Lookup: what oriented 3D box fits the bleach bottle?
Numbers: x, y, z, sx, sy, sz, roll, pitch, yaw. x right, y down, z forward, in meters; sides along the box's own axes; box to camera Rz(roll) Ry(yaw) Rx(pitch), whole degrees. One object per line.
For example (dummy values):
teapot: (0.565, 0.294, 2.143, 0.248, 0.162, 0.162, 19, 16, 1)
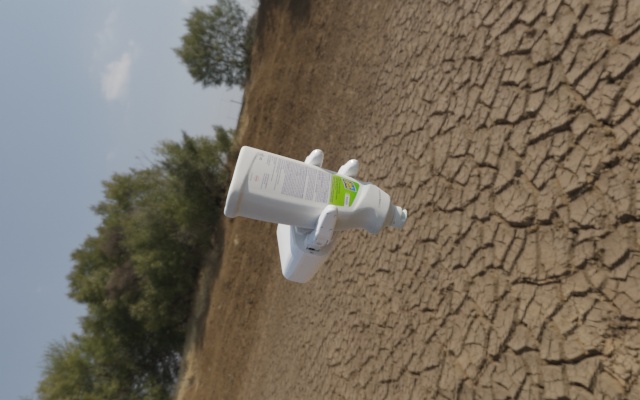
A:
bleach bottle: (0.000, 0.002, 0.673, 0.251, 0.102, 0.068, 15, -37, -9)
